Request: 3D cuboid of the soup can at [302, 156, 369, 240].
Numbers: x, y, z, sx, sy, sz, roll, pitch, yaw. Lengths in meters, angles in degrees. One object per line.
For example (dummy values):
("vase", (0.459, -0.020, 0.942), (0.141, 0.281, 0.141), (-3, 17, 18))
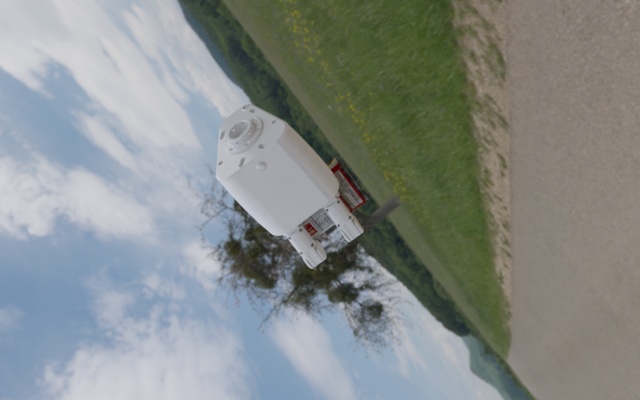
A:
("soup can", (0.000, 0.002, 0.595), (0.102, 0.068, 0.068), (-37, -4, 6))
